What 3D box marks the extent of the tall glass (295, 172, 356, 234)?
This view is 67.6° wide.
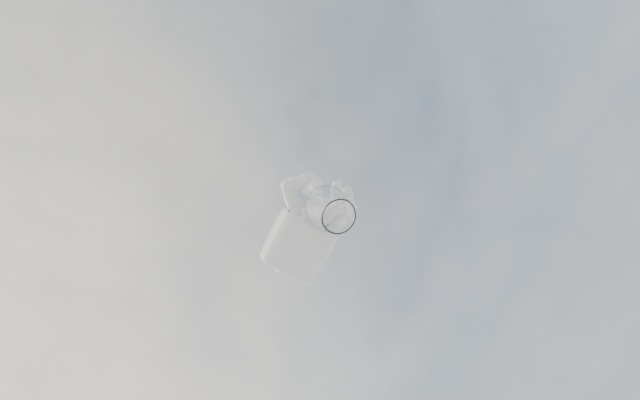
[{"bbox_3d":[0.000,0.003,0.886,0.079,0.079,0.201,0,14,-19],"label":"tall glass"}]
